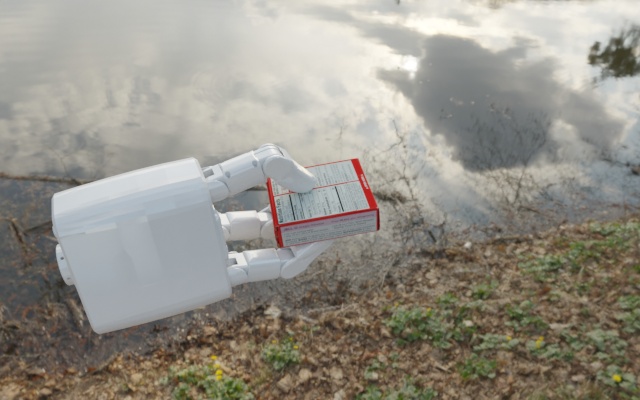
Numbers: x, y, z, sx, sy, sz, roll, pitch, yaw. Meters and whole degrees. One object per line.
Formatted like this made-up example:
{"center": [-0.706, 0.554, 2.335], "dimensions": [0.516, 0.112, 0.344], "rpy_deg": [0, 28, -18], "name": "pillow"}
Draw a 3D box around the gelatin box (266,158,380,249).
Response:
{"center": [0.000, 0.001, 0.420], "dimensions": [0.089, 0.030, 0.073], "rpy_deg": [-11, 41, -5], "name": "gelatin box"}
